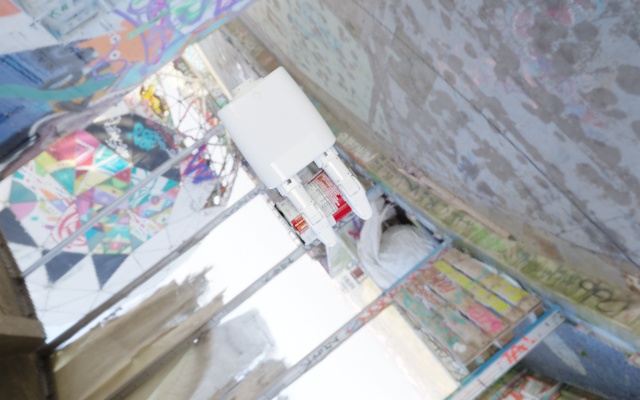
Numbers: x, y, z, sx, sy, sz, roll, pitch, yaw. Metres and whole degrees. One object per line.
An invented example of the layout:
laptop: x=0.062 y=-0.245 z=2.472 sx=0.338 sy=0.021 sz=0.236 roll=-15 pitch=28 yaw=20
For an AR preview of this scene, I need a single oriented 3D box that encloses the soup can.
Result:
soup can: x=0.000 y=0.003 z=0.607 sx=0.102 sy=0.068 sz=0.068 roll=-37 pitch=4 yaw=-6
